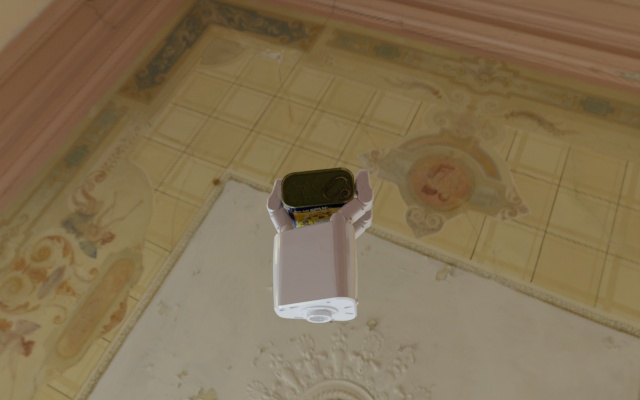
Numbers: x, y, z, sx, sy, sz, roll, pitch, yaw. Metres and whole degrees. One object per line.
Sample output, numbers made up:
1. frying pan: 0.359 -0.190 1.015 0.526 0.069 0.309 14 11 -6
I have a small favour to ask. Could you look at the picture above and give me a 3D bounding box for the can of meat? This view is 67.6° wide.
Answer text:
1. can of meat: 0.000 0.002 0.689 0.102 0.057 0.084 -6 -31 3
